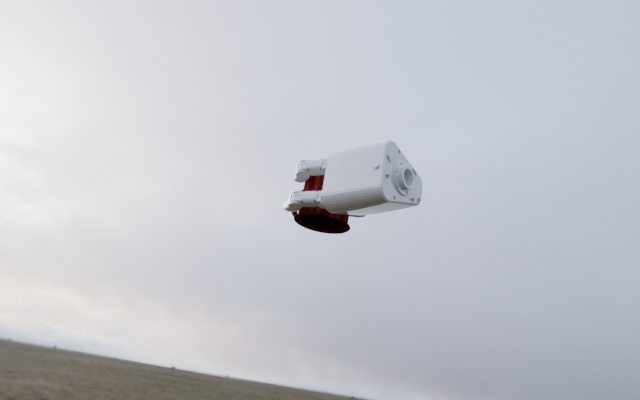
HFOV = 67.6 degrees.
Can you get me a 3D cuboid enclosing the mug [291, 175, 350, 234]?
[{"bbox_3d":[-0.001,0.003,0.795,0.117,0.081,0.093,-7,-27,40],"label":"mug"}]
